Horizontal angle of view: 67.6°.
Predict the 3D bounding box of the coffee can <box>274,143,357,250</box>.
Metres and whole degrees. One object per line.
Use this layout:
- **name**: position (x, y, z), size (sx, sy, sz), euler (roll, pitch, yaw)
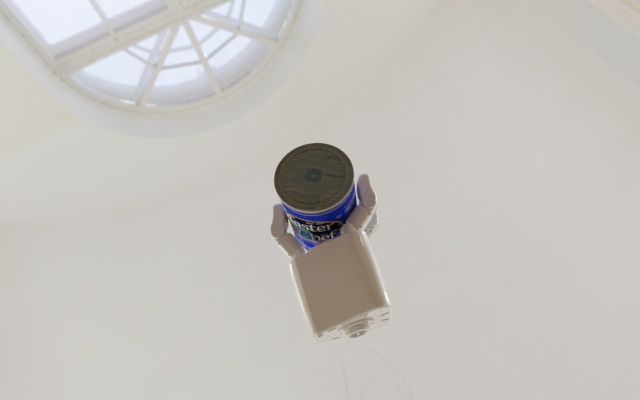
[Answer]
- **coffee can**: position (0.000, 0.002, 0.661), size (0.103, 0.102, 0.140), euler (0, -29, 9)
